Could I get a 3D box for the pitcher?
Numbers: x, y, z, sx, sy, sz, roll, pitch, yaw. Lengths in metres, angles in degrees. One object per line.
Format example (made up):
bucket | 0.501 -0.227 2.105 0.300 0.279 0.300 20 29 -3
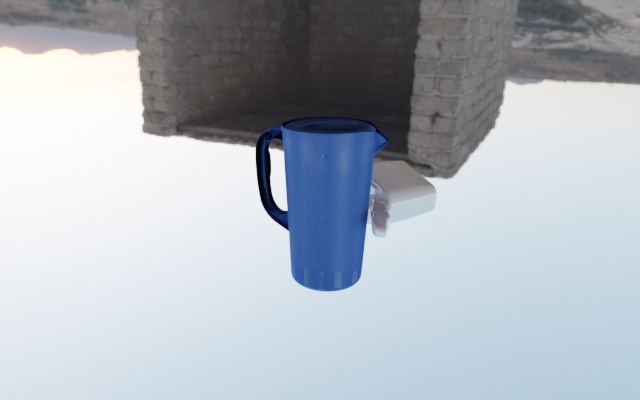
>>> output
pitcher | 0.000 0.002 0.694 0.145 0.243 0.149 -12 23 -33
